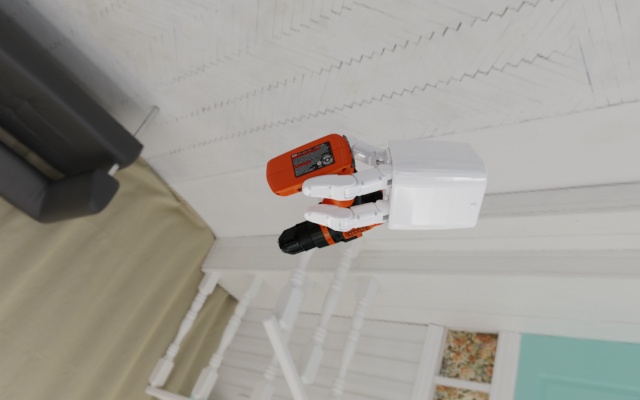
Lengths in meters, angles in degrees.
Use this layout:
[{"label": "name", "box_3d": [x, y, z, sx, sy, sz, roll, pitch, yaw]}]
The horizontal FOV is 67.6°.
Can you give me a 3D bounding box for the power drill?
[{"label": "power drill", "box_3d": [0.000, 0.002, 0.635, 0.184, 0.057, 0.188, -23, -33, 9]}]
